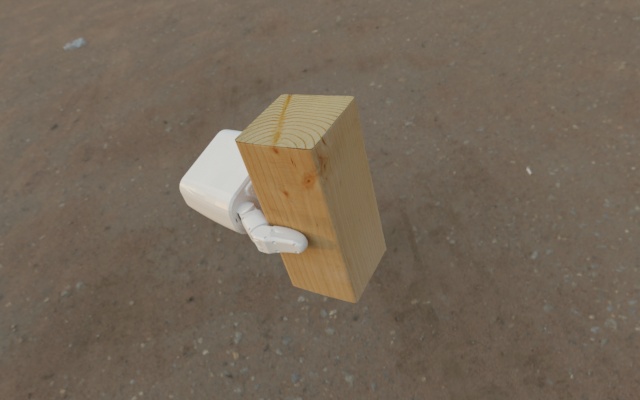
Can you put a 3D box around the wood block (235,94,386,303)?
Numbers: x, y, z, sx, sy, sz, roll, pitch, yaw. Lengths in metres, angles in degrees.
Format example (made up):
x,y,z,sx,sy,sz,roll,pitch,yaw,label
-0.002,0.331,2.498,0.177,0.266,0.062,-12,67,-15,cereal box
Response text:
x,y,z,sx,sy,sz,roll,pitch,yaw,label
0.000,0.002,0.510,0.090,0.206,0.090,10,45,31,wood block
